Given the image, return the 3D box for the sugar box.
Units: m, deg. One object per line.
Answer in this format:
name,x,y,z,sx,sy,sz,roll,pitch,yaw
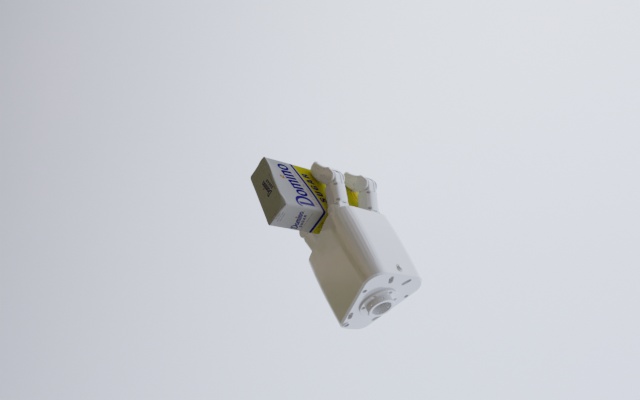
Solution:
sugar box,0.001,0.002,0.644,0.176,0.048,0.093,15,34,-39
